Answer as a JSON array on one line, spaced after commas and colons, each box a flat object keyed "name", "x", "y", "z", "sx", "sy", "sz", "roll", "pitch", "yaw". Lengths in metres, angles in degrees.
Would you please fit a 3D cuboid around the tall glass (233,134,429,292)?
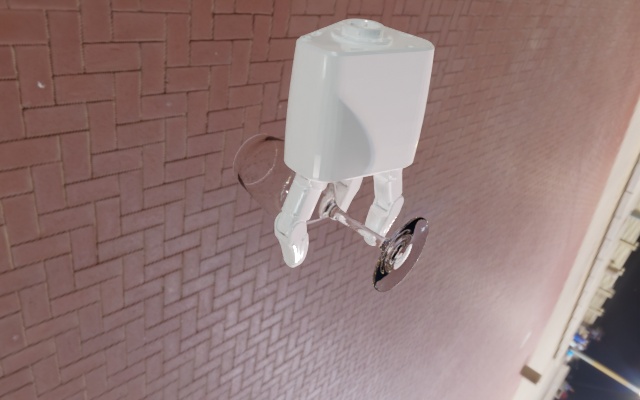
[{"name": "tall glass", "x": 0.000, "y": 0.002, "z": 0.461, "sx": 0.201, "sy": 0.079, "sz": 0.079, "roll": 33, "pitch": 19, "yaw": 33}]
